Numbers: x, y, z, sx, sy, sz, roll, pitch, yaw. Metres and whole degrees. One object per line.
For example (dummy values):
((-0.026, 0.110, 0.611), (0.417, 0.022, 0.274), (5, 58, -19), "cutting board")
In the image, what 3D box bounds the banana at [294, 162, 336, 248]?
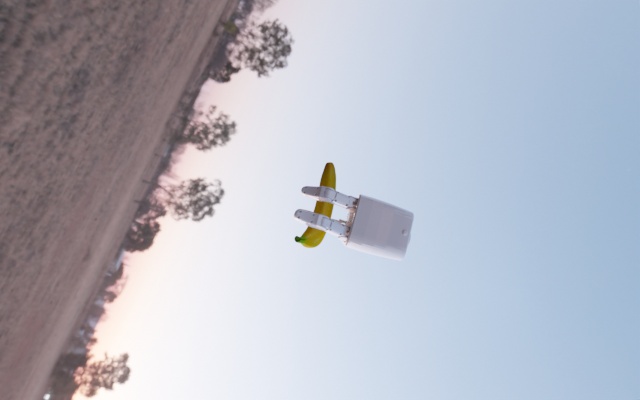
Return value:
((0.001, 0.018, 0.883), (0.037, 0.197, 0.070), (8, -40, 14), "banana")
